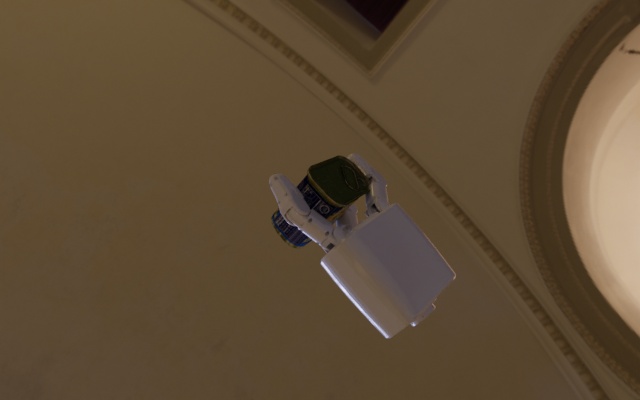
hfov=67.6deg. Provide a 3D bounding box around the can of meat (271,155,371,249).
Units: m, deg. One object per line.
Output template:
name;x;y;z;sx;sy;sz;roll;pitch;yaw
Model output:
can of meat;0.000;0.002;0.553;0.084;0.057;0.102;-48;-10;30
